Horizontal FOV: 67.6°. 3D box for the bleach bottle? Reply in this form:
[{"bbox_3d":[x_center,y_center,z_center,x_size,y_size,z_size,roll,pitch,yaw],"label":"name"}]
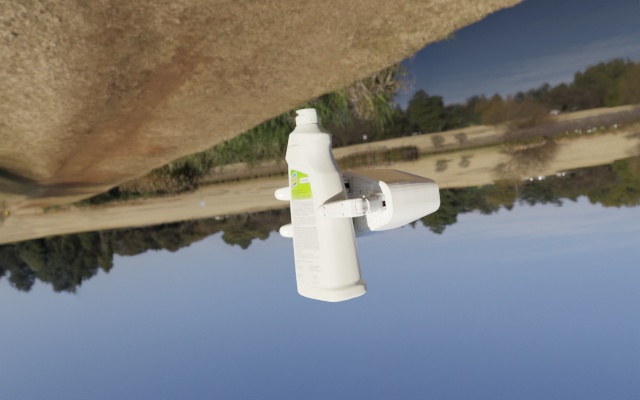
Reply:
[{"bbox_3d":[0.000,0.002,0.644,0.068,0.251,0.102,-8,2,-37],"label":"bleach bottle"}]
